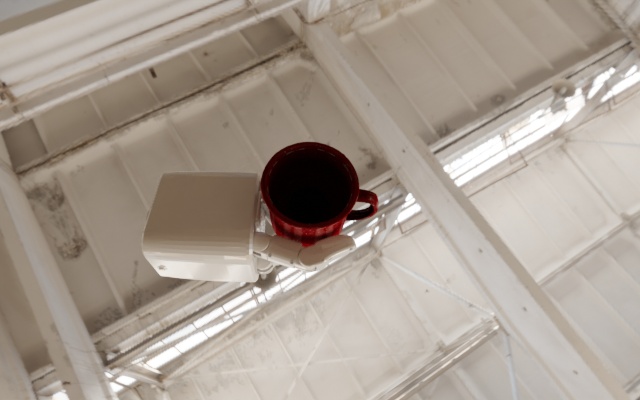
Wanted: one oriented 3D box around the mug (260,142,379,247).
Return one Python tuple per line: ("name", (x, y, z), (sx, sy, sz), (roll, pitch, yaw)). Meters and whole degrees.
("mug", (0.002, 0.002, 0.485), (0.117, 0.093, 0.081), (3, -25, -2))
